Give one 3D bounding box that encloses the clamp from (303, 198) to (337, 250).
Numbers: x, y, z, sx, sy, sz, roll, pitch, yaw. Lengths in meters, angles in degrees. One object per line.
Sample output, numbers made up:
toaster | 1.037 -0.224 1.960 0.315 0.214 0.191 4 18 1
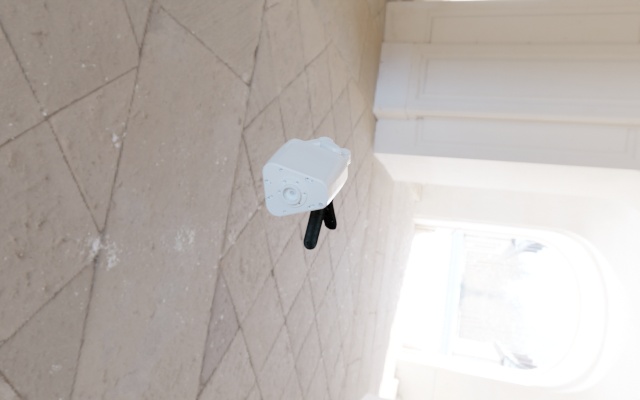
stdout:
clamp | 0.001 0.003 0.865 0.039 0.171 0.120 5 27 17
